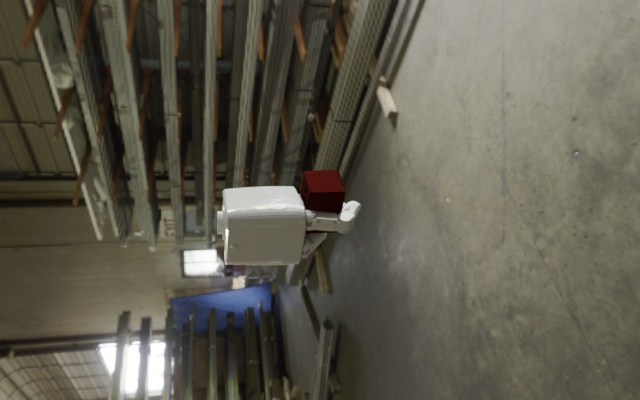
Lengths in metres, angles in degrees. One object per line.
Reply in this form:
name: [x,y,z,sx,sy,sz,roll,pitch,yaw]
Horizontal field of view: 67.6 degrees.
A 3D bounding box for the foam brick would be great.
foam brick: [0.000,0.002,0.681,0.051,0.078,0.053,0,38,-14]
